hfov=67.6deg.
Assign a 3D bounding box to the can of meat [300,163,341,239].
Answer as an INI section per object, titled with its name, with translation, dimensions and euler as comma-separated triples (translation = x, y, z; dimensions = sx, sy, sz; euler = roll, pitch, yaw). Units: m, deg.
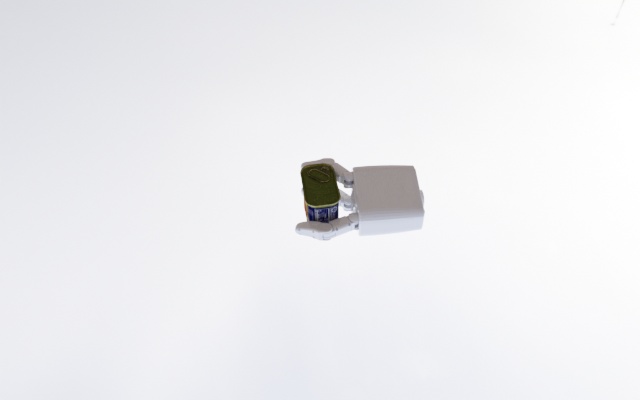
[can of meat]
translation = 0.000, 0.003, 0.795
dimensions = 0.057, 0.084, 0.102
euler = -7, 44, -5
